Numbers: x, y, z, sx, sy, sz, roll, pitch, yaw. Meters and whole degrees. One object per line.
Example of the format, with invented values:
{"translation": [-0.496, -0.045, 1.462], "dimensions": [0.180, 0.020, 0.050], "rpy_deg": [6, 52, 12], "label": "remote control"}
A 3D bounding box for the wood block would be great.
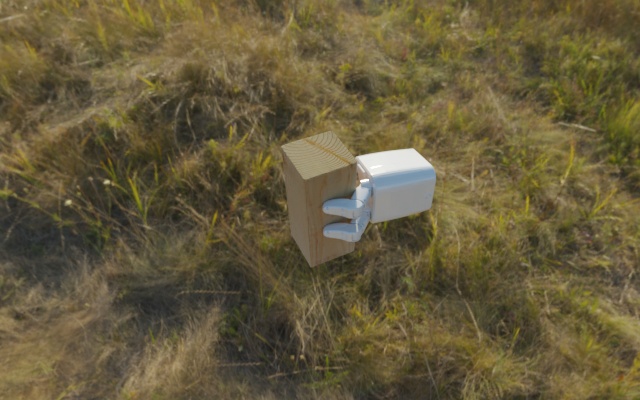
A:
{"translation": [0.000, 0.002, 0.789], "dimensions": [0.090, 0.206, 0.090], "rpy_deg": [-19, 47, -16], "label": "wood block"}
